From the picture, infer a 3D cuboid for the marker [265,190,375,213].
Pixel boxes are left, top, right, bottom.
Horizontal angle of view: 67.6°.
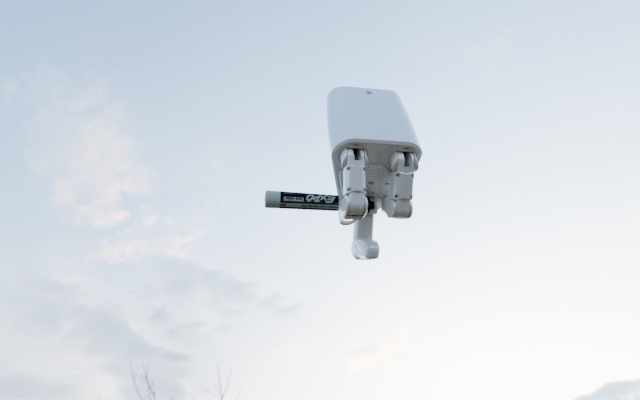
[{"bbox_3d":[0.000,0.002,0.523,0.121,0.020,0.020,3,-1,-10],"label":"marker"}]
